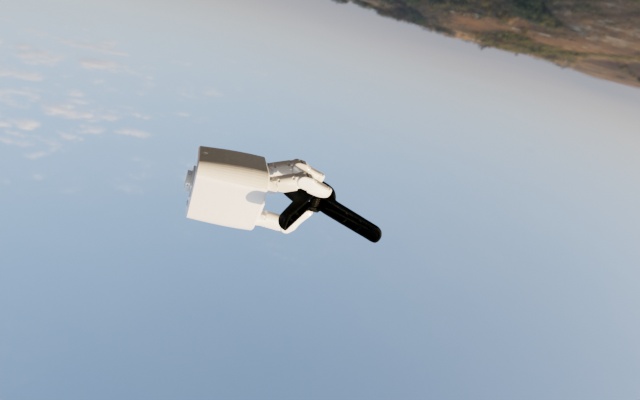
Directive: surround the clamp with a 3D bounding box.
[{"bbox_3d":[0.000,0.003,0.765,0.164,0.036,0.210,14,23,-19],"label":"clamp"}]
